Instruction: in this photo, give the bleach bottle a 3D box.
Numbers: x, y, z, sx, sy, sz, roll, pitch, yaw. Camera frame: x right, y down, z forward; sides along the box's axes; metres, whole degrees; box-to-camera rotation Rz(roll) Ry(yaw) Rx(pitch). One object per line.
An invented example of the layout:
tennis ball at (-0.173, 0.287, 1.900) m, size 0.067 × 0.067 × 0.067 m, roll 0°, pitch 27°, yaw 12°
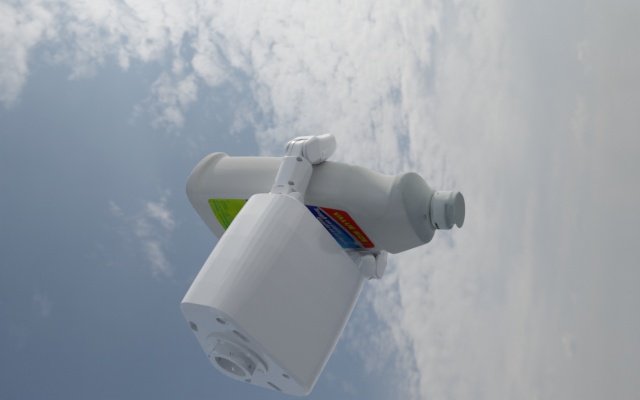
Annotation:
bleach bottle at (0.000, 0.001, 0.434) m, size 0.251 × 0.103 × 0.068 m, roll 0°, pitch 44°, yaw 33°
